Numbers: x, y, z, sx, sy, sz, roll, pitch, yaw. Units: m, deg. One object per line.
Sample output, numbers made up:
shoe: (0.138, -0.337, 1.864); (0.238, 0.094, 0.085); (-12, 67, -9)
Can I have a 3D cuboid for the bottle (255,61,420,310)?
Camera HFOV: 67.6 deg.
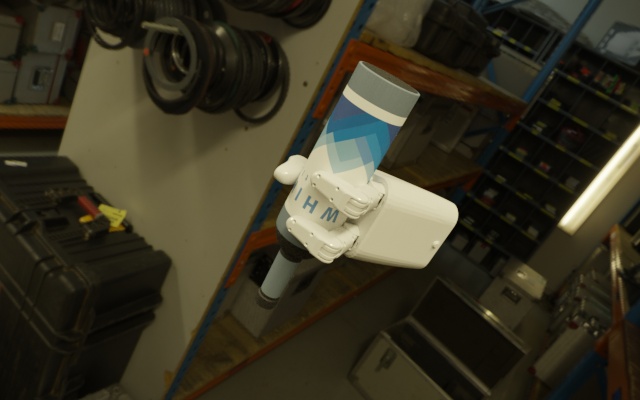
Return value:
bottle: (0.000, 0.001, 0.512); (0.069, 0.296, 0.069); (25, 23, -11)
